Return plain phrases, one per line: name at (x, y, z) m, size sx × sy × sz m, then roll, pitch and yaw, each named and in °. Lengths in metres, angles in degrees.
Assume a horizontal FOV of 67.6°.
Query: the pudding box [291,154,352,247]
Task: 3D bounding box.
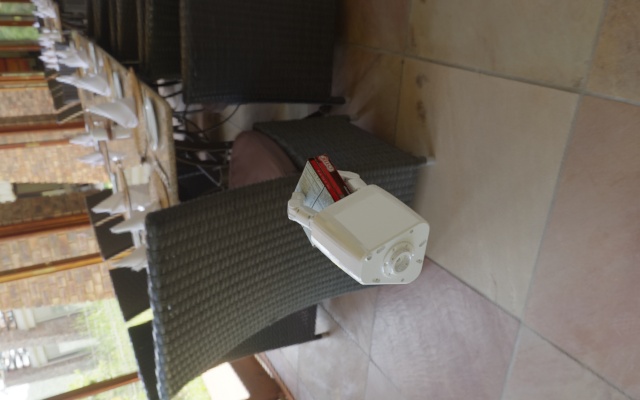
pudding box at (0.000, 0.002, 0.699) m, size 0.039 × 0.090 × 0.114 m, roll -13°, pitch -30°, yaw -32°
